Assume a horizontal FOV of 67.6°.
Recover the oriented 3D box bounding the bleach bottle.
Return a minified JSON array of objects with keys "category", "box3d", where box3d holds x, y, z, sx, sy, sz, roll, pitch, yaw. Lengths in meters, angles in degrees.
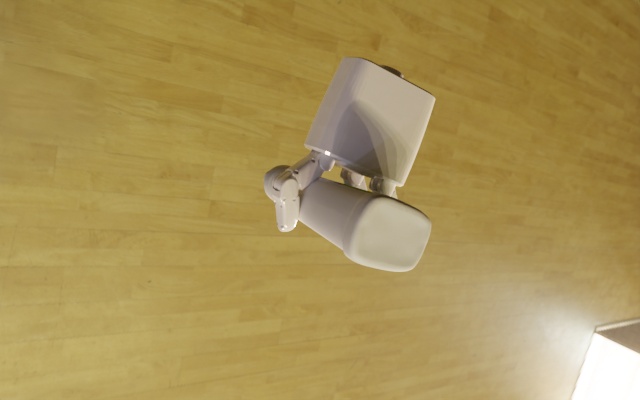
[{"category":"bleach bottle","box3d":[0.000,0.002,0.539,0.102,0.068,0.250,19,4,-38]}]
